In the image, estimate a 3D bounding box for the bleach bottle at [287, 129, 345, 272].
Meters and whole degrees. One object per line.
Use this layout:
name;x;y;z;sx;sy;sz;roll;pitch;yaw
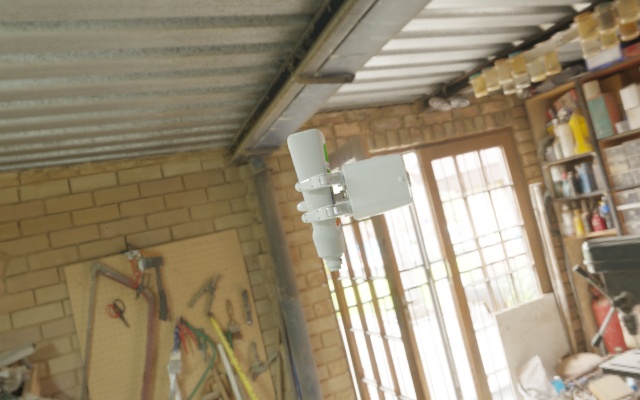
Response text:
bleach bottle;0.000;0.003;0.870;0.068;0.251;0.102;-13;-4;4
